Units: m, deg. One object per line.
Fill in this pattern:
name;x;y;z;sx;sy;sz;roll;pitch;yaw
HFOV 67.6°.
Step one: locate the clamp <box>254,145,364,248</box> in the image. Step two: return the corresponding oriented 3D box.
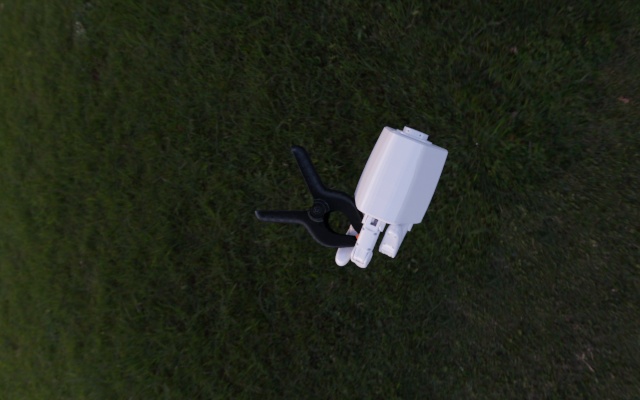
clamp;0.000;0.002;0.658;0.171;0.120;0.039;24;13;14
